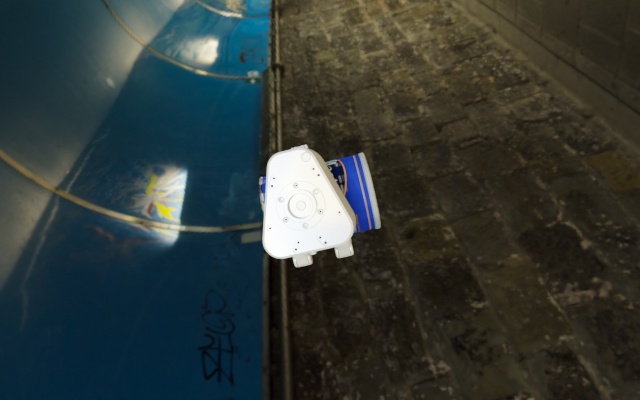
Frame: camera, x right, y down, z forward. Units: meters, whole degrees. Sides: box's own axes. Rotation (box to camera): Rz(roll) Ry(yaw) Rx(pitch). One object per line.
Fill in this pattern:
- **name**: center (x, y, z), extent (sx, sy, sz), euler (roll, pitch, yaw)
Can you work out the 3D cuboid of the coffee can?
- **coffee can**: center (0.000, 0.002, 0.636), extent (0.140, 0.103, 0.103), euler (-13, -1, 3)
